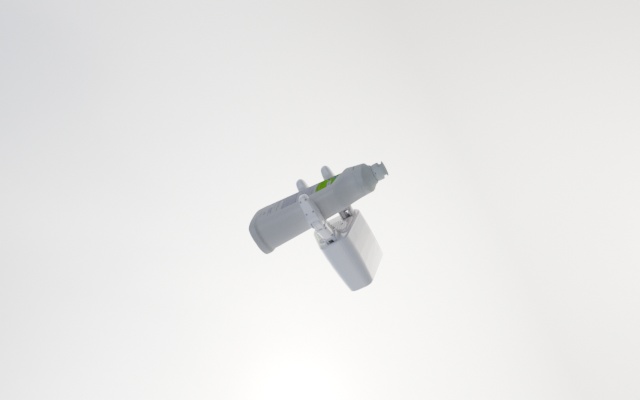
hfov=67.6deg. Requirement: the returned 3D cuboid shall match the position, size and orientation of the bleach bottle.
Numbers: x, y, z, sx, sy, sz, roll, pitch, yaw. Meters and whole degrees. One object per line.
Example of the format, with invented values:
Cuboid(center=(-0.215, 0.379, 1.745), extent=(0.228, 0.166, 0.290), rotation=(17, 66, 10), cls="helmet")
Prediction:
Cuboid(center=(0.000, 0.003, 0.831), extent=(0.251, 0.068, 0.102), rotation=(-26, 18, 17), cls="bleach bottle")
